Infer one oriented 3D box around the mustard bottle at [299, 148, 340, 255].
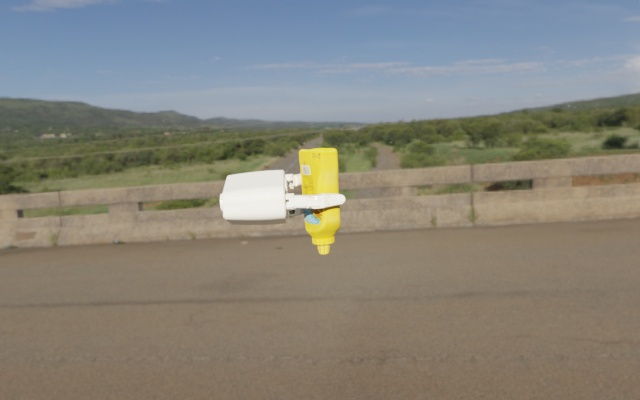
[{"bbox_3d":[0.000,0.003,0.861,0.058,0.191,0.096,-8,9,-27],"label":"mustard bottle"}]
